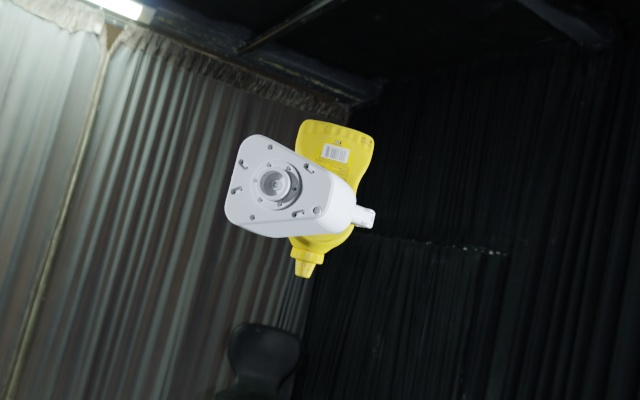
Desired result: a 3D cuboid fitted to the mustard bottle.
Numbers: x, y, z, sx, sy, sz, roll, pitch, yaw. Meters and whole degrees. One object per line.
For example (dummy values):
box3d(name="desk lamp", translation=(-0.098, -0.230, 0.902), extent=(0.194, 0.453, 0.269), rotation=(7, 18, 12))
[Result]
box3d(name="mustard bottle", translation=(0.000, 0.002, 0.603), extent=(0.096, 0.191, 0.058), rotation=(15, -5, -9))
